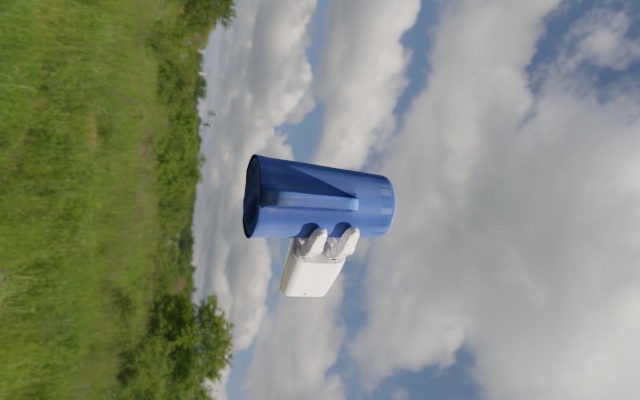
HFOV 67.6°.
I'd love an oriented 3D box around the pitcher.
[{"bbox_3d":[0.000,0.003,0.780,0.243,0.145,0.149,4,43,-19],"label":"pitcher"}]
